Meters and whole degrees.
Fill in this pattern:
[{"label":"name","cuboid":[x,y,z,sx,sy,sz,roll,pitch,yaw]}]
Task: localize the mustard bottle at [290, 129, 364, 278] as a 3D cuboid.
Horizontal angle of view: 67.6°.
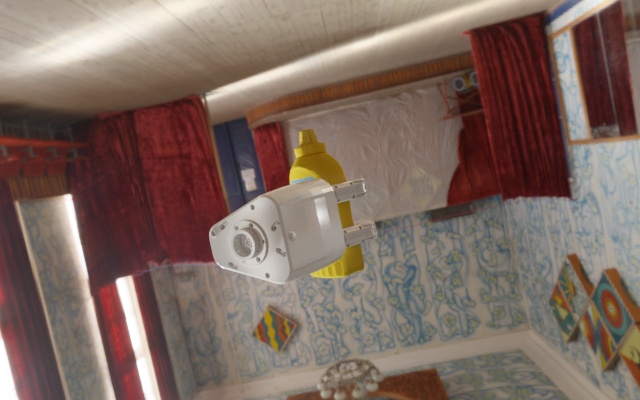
[{"label":"mustard bottle","cuboid":[0.000,0.002,0.627,0.058,0.191,0.096,-14,4,-32]}]
